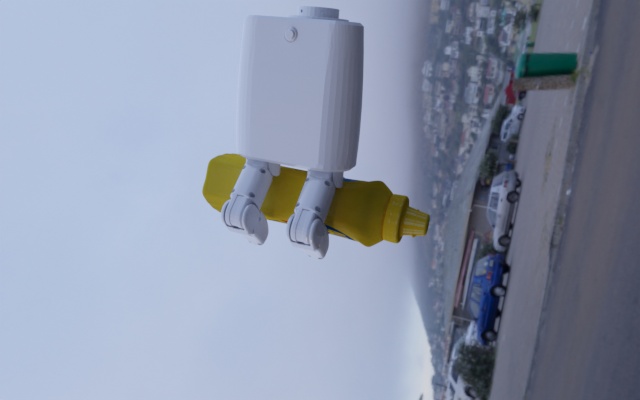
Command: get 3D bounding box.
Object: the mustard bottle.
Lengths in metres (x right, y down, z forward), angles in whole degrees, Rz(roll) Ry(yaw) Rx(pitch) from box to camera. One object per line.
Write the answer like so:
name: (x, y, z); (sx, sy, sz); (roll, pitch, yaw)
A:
mustard bottle: (0.000, 0.002, 0.424); (0.191, 0.058, 0.096); (11, -4, 19)
